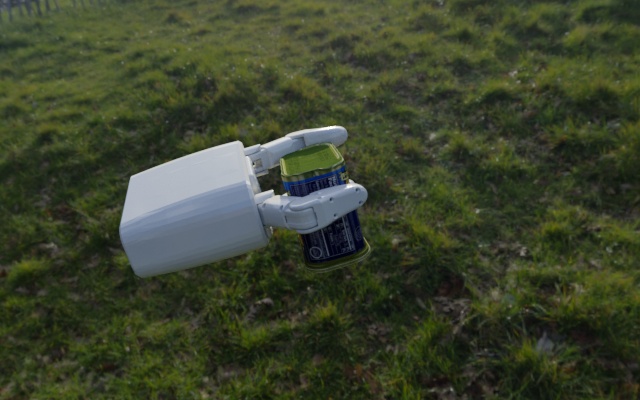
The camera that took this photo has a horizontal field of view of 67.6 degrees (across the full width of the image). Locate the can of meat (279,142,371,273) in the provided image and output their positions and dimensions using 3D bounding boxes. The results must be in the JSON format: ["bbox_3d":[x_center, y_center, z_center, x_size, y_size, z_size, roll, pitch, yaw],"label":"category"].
[{"bbox_3d":[0.000,0.001,0.416,0.057,0.084,0.102,-16,18,-2],"label":"can of meat"}]
